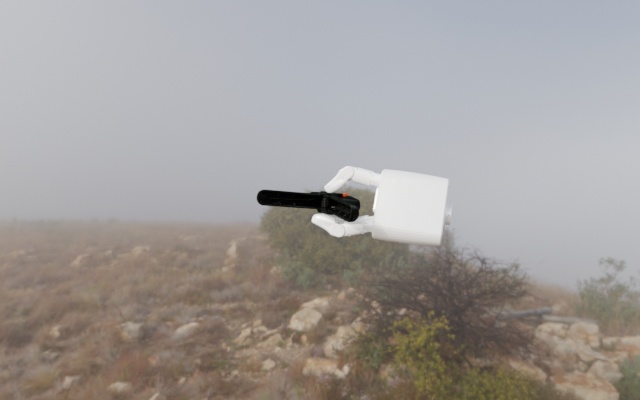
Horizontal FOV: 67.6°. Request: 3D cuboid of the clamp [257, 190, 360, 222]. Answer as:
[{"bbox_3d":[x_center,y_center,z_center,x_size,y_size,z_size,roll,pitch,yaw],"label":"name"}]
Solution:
[{"bbox_3d":[0.001,0.002,0.795,0.164,0.036,0.210,11,6,14],"label":"clamp"}]
